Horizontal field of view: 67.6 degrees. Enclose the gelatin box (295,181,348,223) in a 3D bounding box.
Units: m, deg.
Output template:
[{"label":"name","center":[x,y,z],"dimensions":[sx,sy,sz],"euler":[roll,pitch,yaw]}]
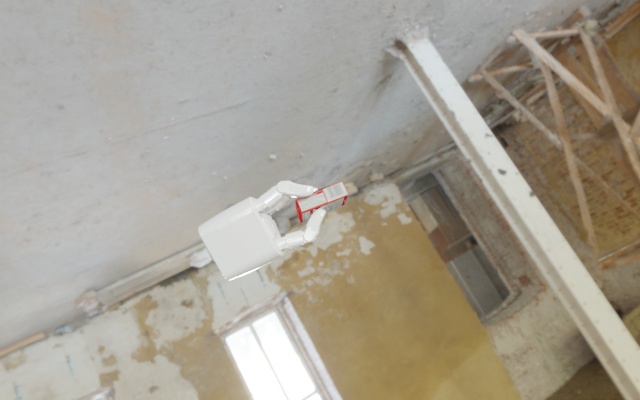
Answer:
[{"label":"gelatin box","center":[0.001,0.003,0.828],"dimensions":[0.089,0.030,0.073],"euler":[-21,-12,-7]}]
